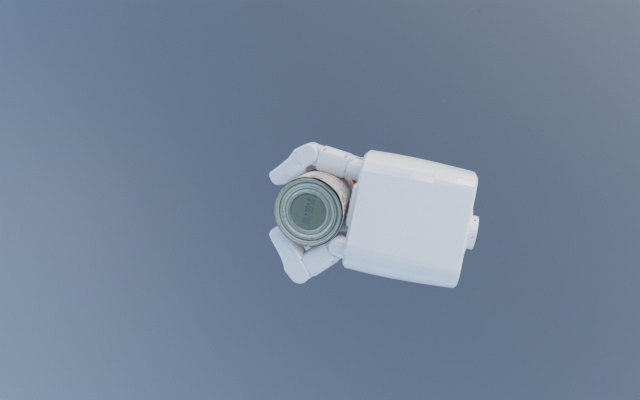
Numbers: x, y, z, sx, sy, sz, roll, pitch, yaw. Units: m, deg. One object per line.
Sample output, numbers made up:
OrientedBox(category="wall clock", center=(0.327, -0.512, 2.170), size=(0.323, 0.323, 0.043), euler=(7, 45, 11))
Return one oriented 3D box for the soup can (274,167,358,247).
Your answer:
OrientedBox(category="soup can", center=(0.000, 0.001, 0.485), size=(0.068, 0.068, 0.102), euler=(0, 11, 14))
